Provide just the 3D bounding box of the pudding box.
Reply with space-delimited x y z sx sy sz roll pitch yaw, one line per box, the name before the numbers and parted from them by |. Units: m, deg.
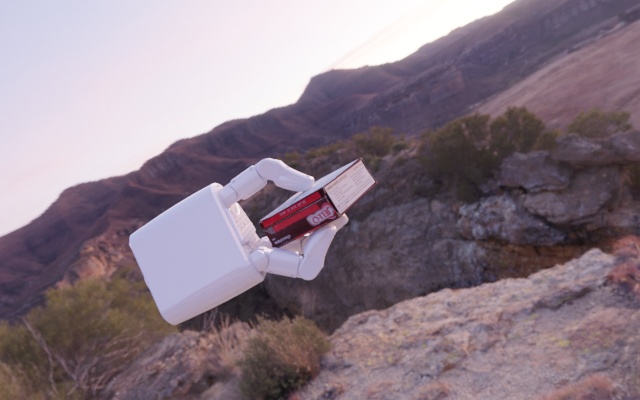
pudding box | 0.000 0.002 0.510 0.090 0.039 0.113 -27 8 32
